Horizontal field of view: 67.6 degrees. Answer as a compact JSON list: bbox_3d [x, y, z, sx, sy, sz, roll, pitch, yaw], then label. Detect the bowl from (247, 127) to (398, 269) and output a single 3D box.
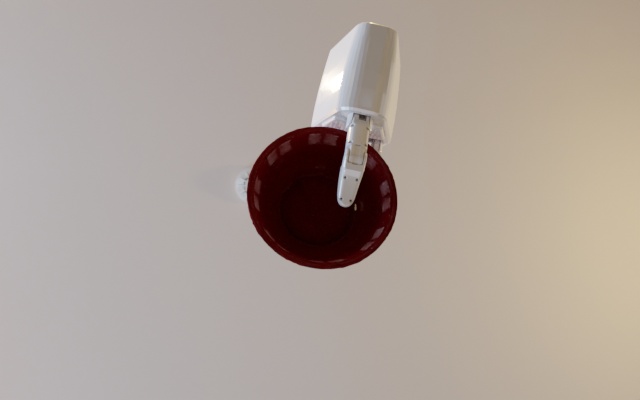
[{"bbox_3d":[-0.001,0.003,0.529,0.162,0.162,0.055,0,-20,-8],"label":"bowl"}]
